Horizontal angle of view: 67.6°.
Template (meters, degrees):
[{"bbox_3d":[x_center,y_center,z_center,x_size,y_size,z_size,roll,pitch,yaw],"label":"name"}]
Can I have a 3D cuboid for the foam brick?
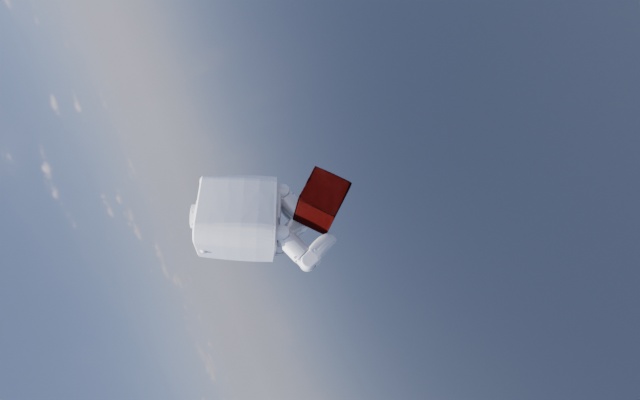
[{"bbox_3d":[0.000,0.002,0.611,0.051,0.053,0.078,27,-24,2],"label":"foam brick"}]
